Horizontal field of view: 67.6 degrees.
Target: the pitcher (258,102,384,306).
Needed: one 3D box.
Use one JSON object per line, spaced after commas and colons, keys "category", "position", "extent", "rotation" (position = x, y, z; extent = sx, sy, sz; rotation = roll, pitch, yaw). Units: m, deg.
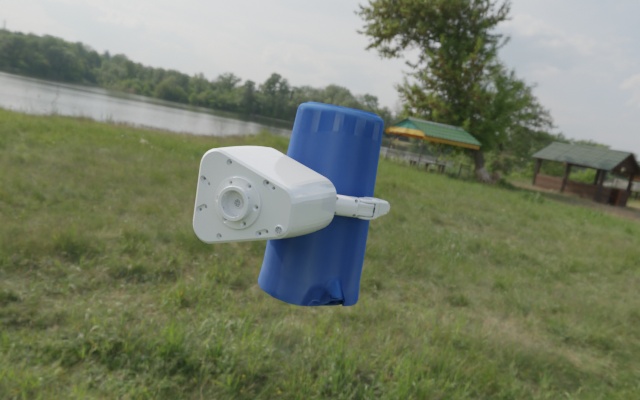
{"category": "pitcher", "position": [0.000, 0.002, 0.615], "extent": [0.149, 0.243, 0.145], "rotation": [14, 10, 20]}
